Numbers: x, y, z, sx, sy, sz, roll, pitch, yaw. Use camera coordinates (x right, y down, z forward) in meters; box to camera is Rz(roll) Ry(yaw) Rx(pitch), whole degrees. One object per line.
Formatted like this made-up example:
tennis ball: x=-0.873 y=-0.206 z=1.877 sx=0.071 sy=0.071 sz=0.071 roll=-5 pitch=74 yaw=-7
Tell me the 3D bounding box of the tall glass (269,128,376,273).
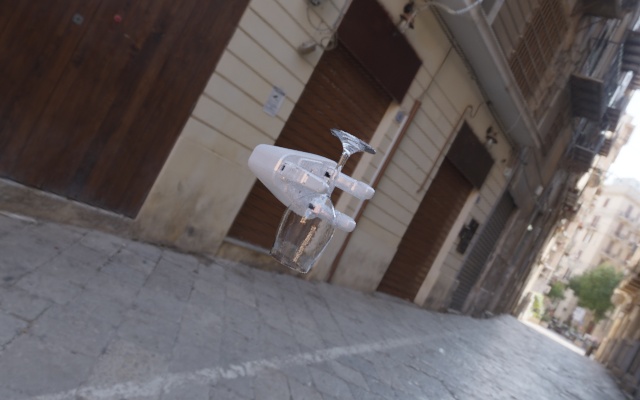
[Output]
tall glass: x=0.000 y=0.002 z=0.686 sx=0.079 sy=0.201 sz=0.079 roll=28 pitch=0 yaw=0
